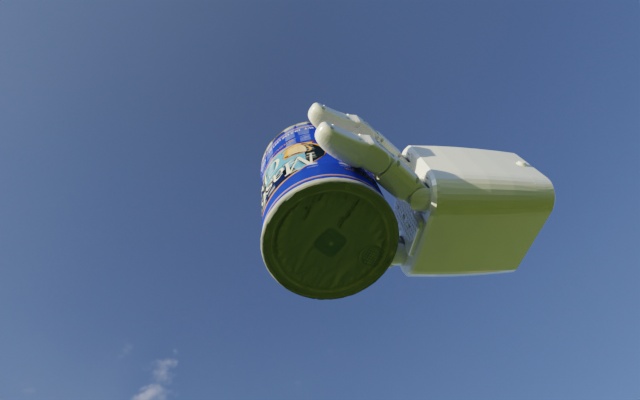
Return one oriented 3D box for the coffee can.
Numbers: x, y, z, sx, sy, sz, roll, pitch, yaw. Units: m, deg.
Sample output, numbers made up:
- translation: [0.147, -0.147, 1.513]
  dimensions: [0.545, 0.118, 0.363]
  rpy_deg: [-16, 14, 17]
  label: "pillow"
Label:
- translation: [0.000, 0.001, 0.411]
  dimensions: [0.103, 0.103, 0.140]
  rpy_deg: [0, 26, -7]
  label: "coffee can"
